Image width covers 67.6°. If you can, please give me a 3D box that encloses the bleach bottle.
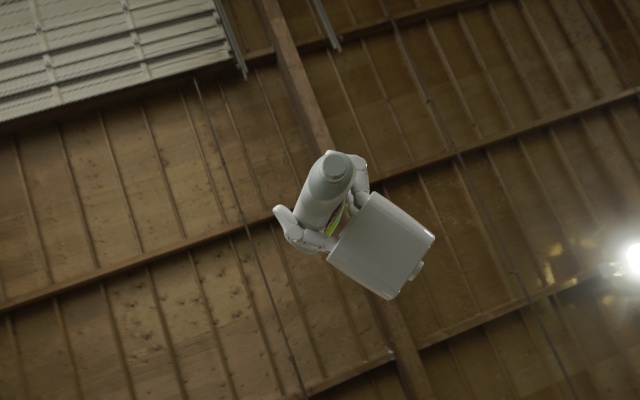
[{"bbox_3d":[0.000,0.002,0.667,0.068,0.102,0.251,34,-17,5],"label":"bleach bottle"}]
